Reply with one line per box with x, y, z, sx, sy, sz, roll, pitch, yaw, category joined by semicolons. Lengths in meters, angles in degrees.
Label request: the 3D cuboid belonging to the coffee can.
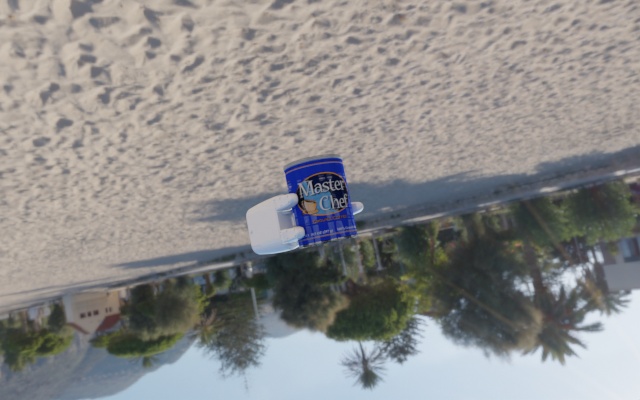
0.000;0.002;0.807;0.103;0.140;0.103;-11;-6;-1;coffee can
